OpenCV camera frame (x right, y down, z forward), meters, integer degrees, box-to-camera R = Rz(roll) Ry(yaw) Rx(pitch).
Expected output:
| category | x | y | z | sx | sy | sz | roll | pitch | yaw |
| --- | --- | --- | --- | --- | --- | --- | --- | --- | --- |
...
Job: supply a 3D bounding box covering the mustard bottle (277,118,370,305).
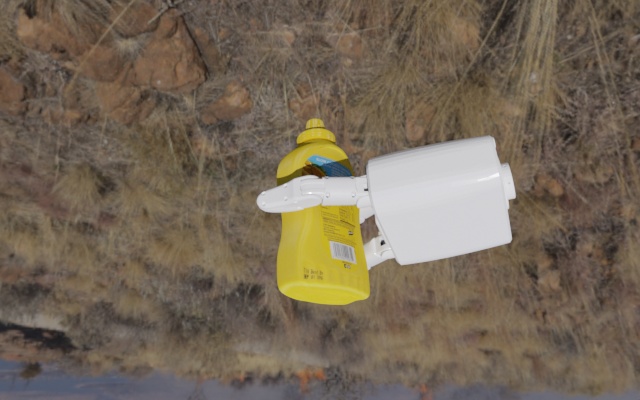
| category | x | y | z | sx | sy | sz | roll | pitch | yaw |
| --- | --- | --- | --- | --- | --- | --- | --- | --- | --- |
| mustard bottle | 0.000 | 0.002 | 0.475 | 0.096 | 0.191 | 0.058 | 19 | -33 | -40 |
